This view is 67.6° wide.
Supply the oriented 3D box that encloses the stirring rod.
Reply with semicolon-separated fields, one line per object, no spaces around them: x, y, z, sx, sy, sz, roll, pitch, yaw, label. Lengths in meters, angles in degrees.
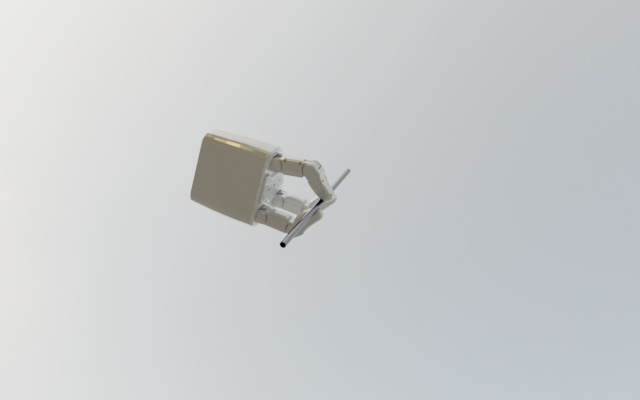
0.000;0.002;0.646;0.011;0.011;0.239;0;24;23;stirring rod
